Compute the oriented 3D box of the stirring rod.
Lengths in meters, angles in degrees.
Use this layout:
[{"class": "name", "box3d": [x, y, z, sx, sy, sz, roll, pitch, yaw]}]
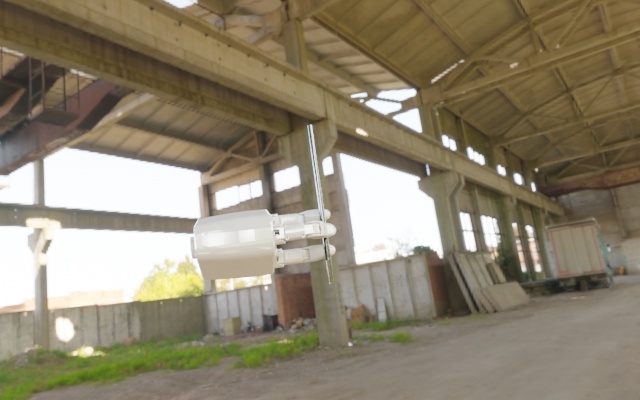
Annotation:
[{"class": "stirring rod", "box3d": [0.000, 0.002, 0.709, 0.011, 0.239, 0.011, -8, -11, -1]}]
